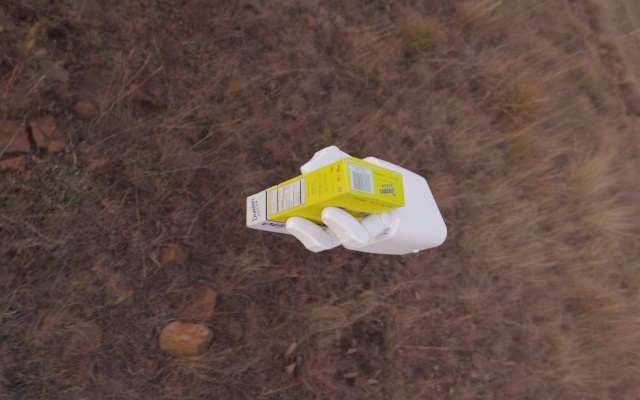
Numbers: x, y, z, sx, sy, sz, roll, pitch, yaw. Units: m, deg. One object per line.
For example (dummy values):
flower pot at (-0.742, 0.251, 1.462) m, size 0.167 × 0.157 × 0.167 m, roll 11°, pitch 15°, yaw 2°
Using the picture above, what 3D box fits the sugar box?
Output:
sugar box at (0.000, 0.002, 0.558) m, size 0.093 × 0.048 × 0.176 m, roll 13°, pitch -25°, yaw -40°
